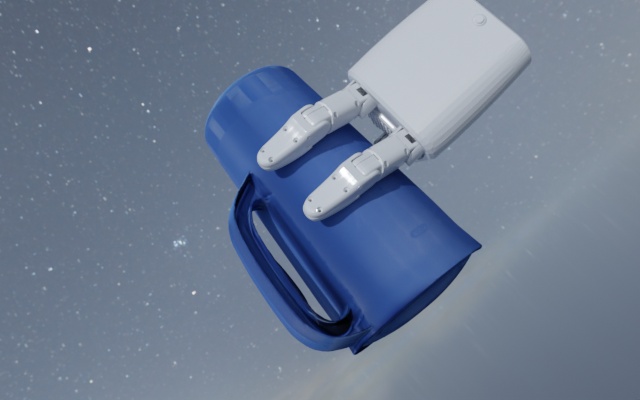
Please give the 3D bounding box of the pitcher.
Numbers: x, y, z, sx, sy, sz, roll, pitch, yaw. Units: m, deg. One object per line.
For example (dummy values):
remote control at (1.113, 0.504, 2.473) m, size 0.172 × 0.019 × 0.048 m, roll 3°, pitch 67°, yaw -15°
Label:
pitcher at (0.000, 0.001, 0.407) m, size 0.145 × 0.242 × 0.149 m, roll -42°, pitch -18°, yaw 3°
